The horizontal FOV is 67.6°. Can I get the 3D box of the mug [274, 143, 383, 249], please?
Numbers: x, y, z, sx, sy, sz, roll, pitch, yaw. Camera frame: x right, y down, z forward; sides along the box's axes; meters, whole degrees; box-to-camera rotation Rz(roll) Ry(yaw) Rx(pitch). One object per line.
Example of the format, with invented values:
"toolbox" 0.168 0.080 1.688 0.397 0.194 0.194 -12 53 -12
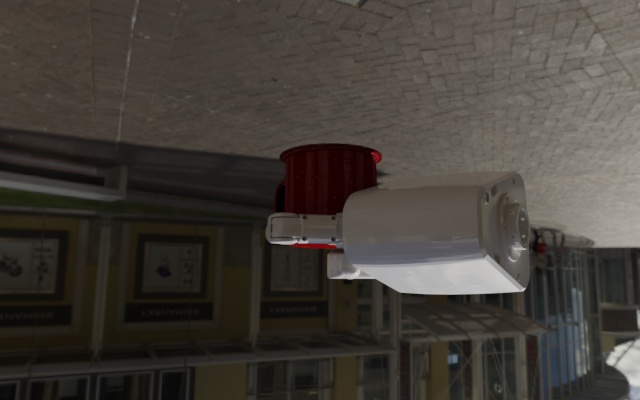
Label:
"mug" -0.001 0.002 0.435 0.117 0.081 0.093 -7 -11 39
